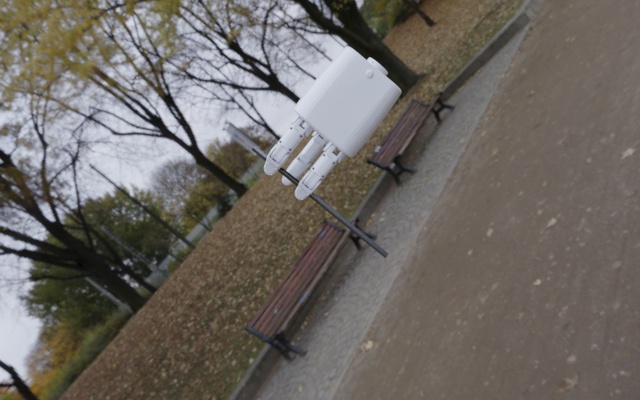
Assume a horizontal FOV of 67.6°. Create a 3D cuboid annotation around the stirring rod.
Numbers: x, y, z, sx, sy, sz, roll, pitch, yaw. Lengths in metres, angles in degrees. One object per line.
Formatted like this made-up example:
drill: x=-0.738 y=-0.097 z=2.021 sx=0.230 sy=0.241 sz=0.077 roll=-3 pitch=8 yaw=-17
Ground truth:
stirring rod: x=0.000 y=0.002 z=0.668 sx=0.239 sy=0.011 sz=0.011 roll=39 pitch=-2 yaw=-3
